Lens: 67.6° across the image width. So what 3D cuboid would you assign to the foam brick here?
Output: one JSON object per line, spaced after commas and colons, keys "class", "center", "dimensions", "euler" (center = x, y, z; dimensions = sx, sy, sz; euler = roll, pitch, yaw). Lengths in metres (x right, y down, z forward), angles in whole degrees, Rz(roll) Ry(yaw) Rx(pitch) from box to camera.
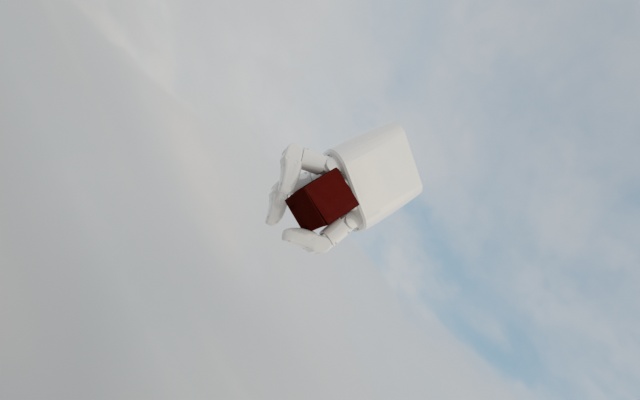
{"class": "foam brick", "center": [0.000, 0.002, 0.572], "dimensions": [0.051, 0.053, 0.078], "euler": [-31, 1, -24]}
